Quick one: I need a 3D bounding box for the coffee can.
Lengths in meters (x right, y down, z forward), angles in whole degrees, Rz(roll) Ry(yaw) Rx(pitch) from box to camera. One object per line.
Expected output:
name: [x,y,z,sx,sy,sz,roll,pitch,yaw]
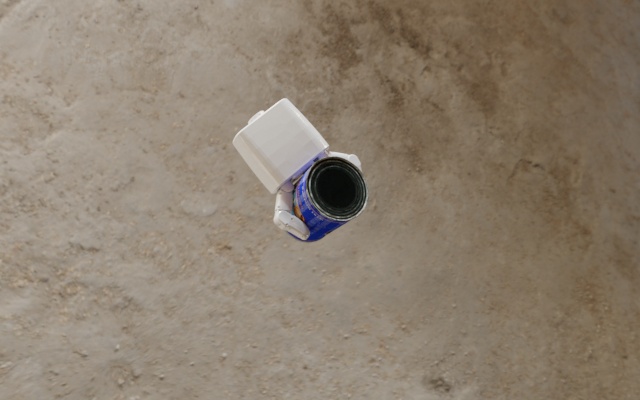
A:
coffee can: [0.000,0.003,0.766,0.103,0.102,0.140,0,-17,-23]
